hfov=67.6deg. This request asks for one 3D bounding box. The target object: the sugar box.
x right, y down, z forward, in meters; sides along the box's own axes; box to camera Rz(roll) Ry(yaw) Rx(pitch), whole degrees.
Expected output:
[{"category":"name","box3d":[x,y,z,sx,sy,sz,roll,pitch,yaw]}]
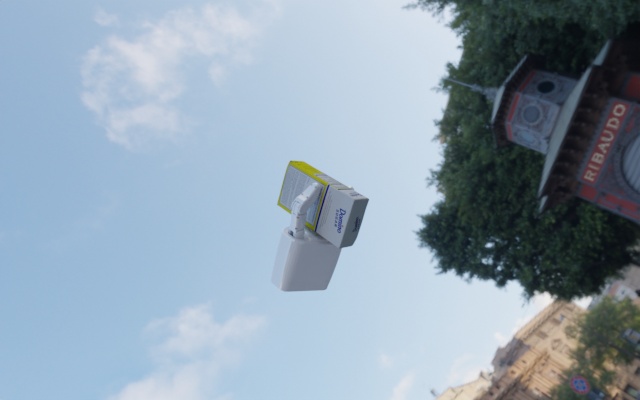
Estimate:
[{"category":"sugar box","box3d":[0.000,0.003,0.847,0.048,0.093,0.176,-5,29,-47]}]
